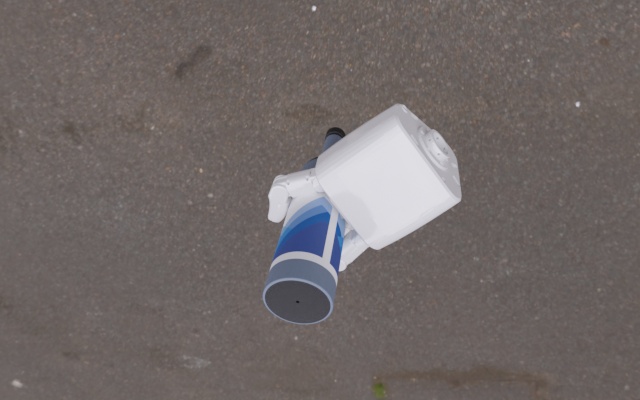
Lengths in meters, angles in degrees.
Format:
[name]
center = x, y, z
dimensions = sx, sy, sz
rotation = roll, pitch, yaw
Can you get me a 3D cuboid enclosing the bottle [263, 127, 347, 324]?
[bottle]
center = 0.000, 0.002, 0.552
dimensions = 0.069, 0.069, 0.295
rotation = 0, 39, 11
